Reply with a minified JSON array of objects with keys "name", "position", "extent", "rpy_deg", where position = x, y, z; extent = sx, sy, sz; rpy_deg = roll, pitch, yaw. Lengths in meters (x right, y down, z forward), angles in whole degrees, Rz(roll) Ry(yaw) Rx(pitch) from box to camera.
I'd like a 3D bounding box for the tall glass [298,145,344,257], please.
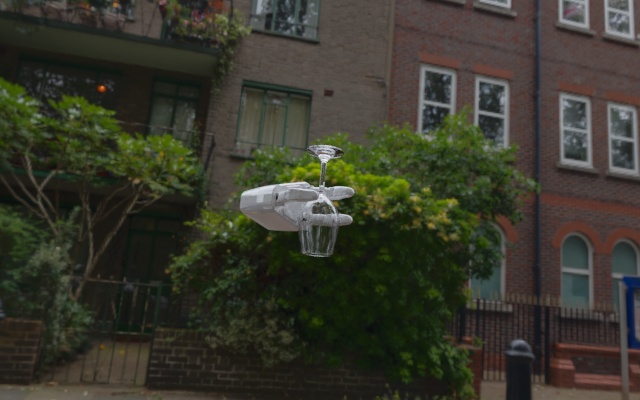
[{"name":"tall glass","position":[0.000,0.002,0.900],"extent":[0.079,0.201,0.079],"rpy_deg":[5,-11,1]}]
